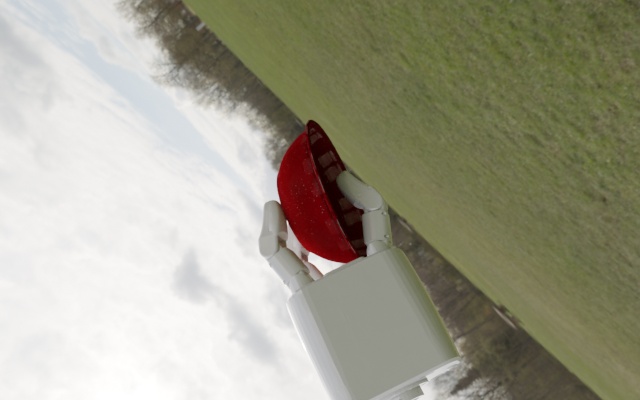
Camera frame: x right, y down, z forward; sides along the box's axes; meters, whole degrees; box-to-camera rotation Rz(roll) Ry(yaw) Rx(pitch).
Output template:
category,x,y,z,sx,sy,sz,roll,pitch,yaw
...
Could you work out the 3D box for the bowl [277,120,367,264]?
category,x,y,z,sx,sy,sz,roll,pitch,yaw
bowl,-0.001,0.001,0.492,0.055,0.162,0.162,-22,-6,13
